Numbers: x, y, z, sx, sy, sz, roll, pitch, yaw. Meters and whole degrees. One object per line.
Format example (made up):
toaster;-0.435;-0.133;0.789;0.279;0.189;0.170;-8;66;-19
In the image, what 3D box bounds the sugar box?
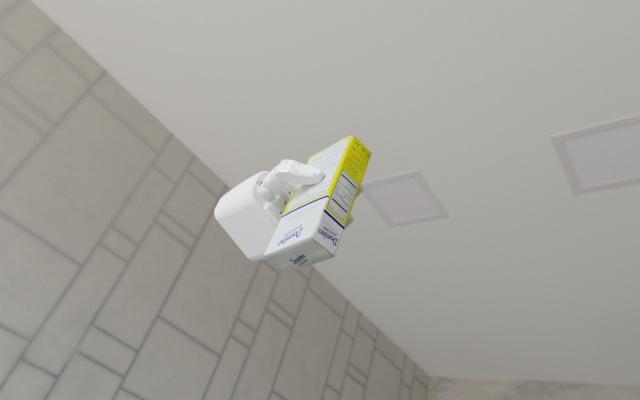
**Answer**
sugar box;0.000;0.002;0.606;0.048;0.176;0.093;40;-40;-24
